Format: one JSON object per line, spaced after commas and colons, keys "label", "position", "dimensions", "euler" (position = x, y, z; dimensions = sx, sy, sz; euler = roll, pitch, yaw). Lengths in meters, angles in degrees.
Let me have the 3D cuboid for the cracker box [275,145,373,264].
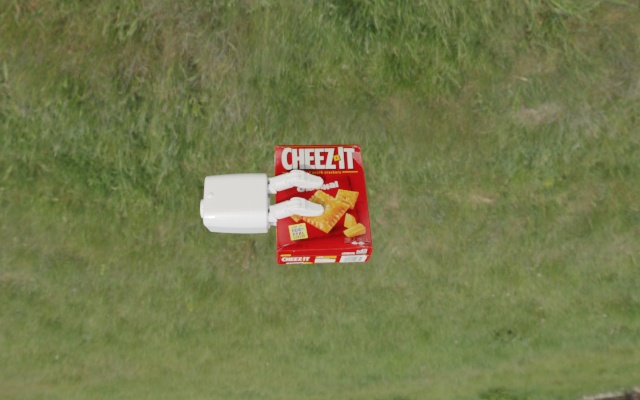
{"label": "cracker box", "position": [0.000, 0.003, 0.857], "dimensions": [0.164, 0.213, 0.072], "euler": [-1, -28, -6]}
